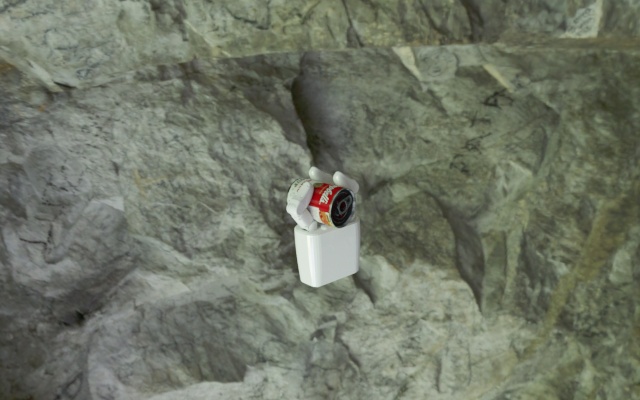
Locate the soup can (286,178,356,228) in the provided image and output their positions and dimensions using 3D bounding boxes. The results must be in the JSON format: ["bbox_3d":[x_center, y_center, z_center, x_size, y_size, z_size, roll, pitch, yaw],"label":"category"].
[{"bbox_3d":[0.000,0.002,0.815,0.102,0.068,0.068,15,10,39],"label":"soup can"}]
